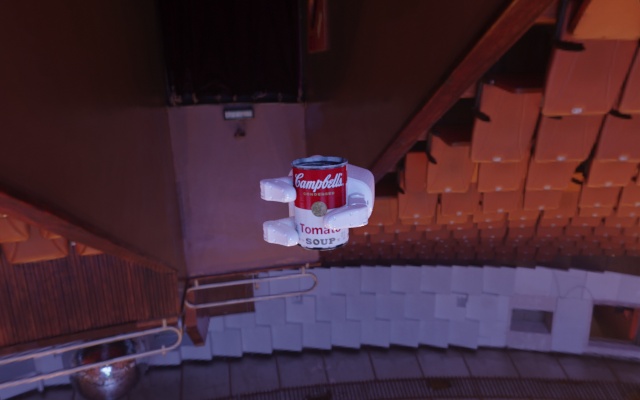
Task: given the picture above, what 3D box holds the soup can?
[{"bbox_3d":[0.000,0.002,0.583,0.068,0.102,0.068,-2,15,0],"label":"soup can"}]
